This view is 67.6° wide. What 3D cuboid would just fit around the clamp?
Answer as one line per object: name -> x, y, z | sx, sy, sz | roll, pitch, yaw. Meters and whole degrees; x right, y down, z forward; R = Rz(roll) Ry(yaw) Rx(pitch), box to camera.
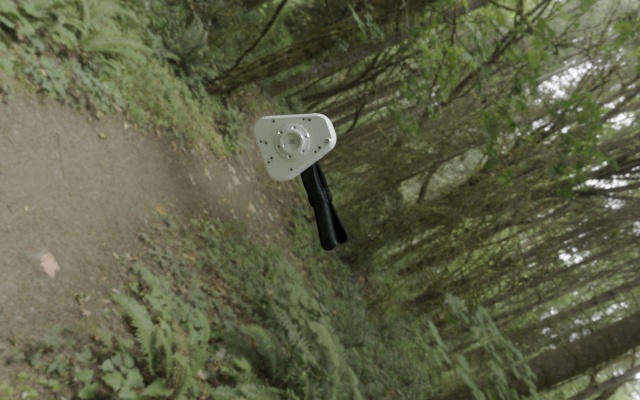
clamp -> 0.001, 0.002, 0.773 | 0.039, 0.171, 0.120 | -23, 5, 7
